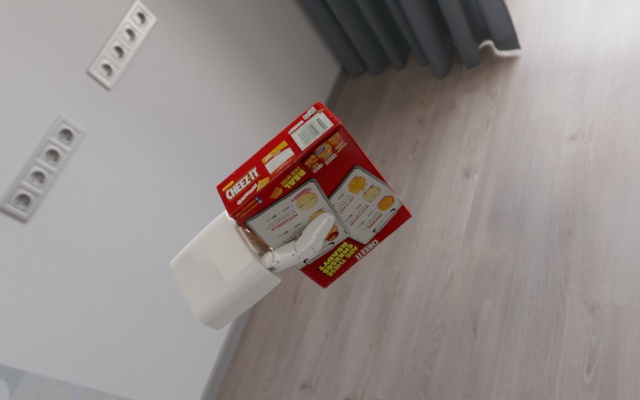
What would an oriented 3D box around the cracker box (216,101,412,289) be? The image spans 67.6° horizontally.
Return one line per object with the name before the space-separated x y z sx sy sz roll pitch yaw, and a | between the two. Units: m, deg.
cracker box | 0.000 0.002 0.616 0.214 0.164 0.072 45 7 -45
